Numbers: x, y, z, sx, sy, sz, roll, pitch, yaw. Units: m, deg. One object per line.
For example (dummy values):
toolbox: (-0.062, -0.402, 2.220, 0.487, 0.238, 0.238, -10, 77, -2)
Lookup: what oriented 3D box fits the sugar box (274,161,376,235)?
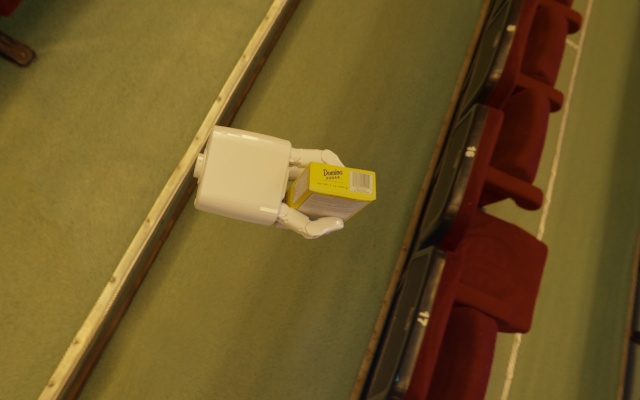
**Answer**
sugar box: (0.000, 0.002, 0.679, 0.093, 0.048, 0.176, 9, -19, -18)
